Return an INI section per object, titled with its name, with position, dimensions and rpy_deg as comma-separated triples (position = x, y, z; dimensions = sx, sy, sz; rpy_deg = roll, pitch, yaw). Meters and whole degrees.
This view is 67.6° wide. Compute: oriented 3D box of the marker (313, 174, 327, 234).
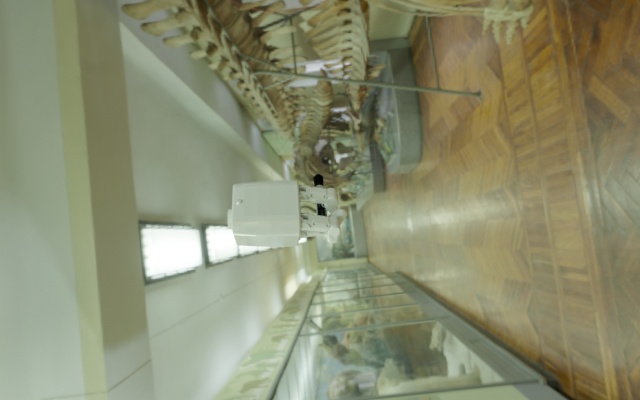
[marker]
position = 0.000, 0.003, 0.828
dimensions = 0.020, 0.121, 0.020
rpy_deg = -4, -36, -3
